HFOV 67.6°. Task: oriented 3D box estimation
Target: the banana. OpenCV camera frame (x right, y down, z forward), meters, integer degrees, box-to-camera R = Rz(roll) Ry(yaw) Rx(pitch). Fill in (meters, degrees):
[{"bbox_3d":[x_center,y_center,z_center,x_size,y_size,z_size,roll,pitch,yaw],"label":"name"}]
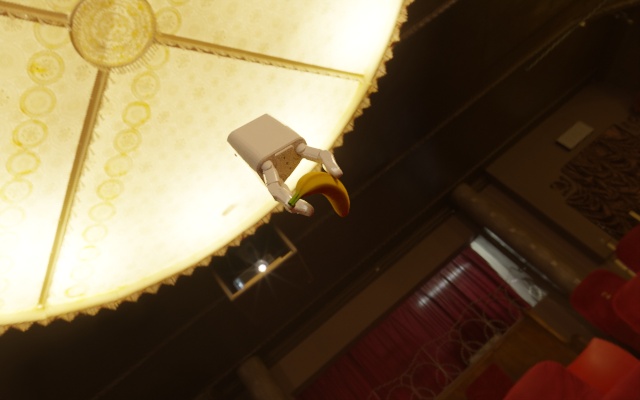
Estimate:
[{"bbox_3d":[0.008,-0.014,0.846,0.037,0.069,0.198,36,12,31],"label":"banana"}]
